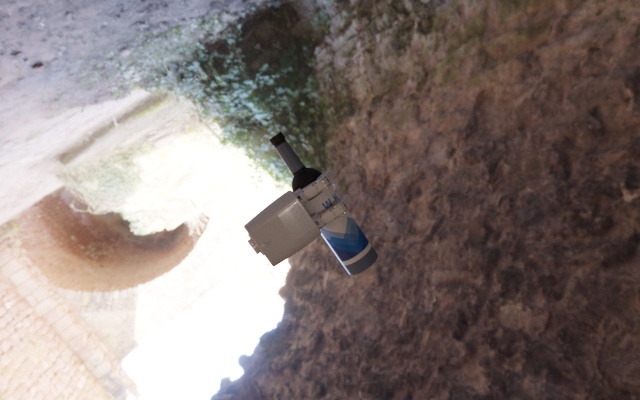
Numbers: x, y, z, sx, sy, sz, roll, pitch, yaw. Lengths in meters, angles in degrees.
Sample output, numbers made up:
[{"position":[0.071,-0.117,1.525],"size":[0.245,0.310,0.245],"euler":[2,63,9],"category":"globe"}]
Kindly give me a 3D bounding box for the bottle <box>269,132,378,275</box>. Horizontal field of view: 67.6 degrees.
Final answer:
[{"position":[0.000,0.003,0.886],"size":[0.069,0.296,0.069],"euler":[-33,11,7],"category":"bottle"}]
